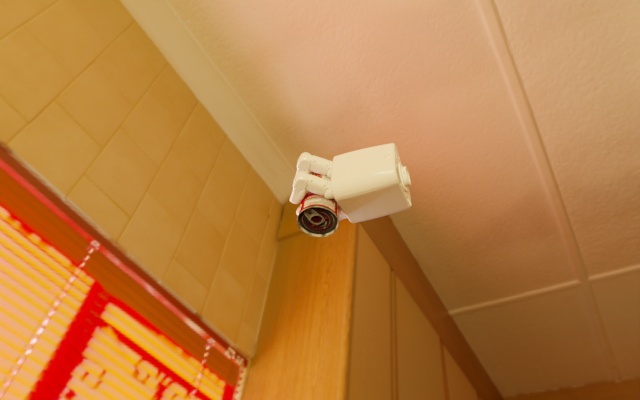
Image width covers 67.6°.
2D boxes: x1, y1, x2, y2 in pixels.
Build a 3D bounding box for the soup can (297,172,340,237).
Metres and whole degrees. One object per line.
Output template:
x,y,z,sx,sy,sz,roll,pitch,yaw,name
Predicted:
0.000,0.003,0.806,0.068,0.069,0.102,0,41,7,soup can
